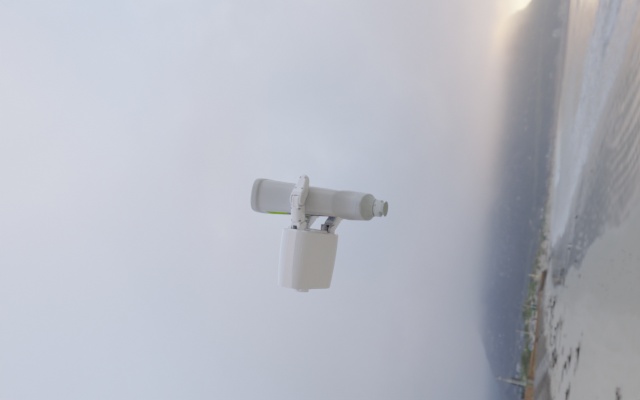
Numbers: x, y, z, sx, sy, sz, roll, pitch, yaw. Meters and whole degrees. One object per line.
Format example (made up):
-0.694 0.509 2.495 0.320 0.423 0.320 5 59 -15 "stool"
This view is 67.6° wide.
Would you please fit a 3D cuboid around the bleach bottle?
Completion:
0.000 0.003 0.895 0.251 0.068 0.102 6 -2 26 "bleach bottle"
